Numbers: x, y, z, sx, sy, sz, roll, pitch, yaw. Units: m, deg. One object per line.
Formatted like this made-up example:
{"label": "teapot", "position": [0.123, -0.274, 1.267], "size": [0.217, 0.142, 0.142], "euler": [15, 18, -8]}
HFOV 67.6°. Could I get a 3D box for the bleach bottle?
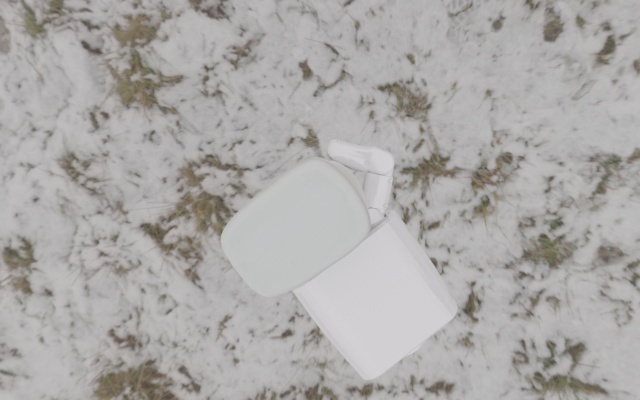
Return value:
{"label": "bleach bottle", "position": [0.000, 0.001, 0.428], "size": [0.102, 0.068, 0.251], "euler": [-36, 2, 13]}
